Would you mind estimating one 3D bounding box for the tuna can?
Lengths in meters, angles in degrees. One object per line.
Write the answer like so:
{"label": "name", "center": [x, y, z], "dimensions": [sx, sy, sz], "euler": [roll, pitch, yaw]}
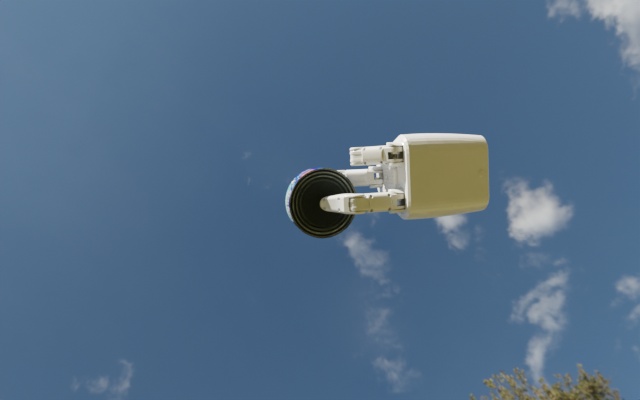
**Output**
{"label": "tuna can", "center": [0.000, 0.002, 0.592], "dimensions": [0.086, 0.086, 0.033], "euler": [0, 6, -15]}
